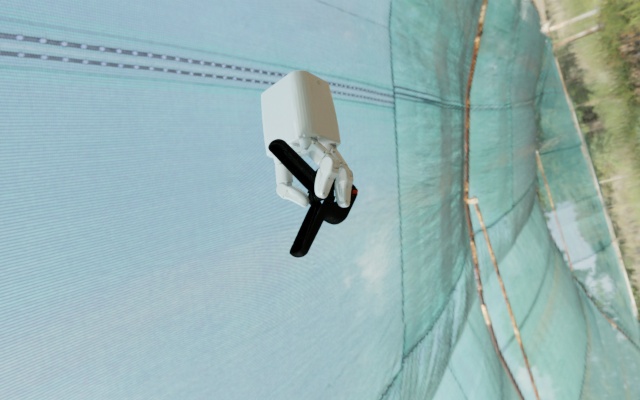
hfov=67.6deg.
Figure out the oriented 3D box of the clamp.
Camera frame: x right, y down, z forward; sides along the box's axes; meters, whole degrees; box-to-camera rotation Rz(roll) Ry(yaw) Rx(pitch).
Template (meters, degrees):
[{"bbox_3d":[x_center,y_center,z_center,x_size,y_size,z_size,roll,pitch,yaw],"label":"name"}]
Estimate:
[{"bbox_3d":[0.000,0.002,0.723,0.036,0.164,0.210,-13,-11,31],"label":"clamp"}]
